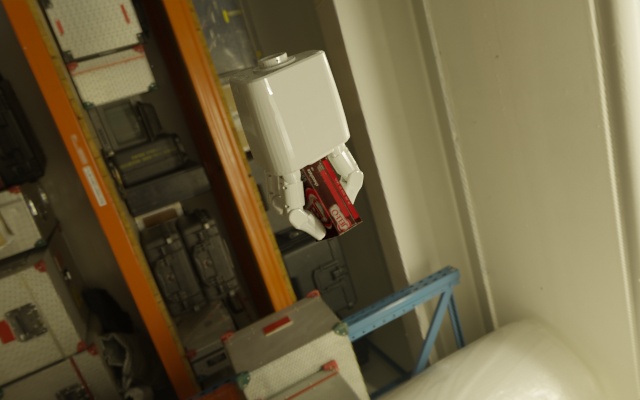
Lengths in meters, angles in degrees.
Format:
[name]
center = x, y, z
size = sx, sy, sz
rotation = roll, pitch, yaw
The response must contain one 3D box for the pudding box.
[pudding box]
center = 0.000, 0.002, 0.592
size = 0.039, 0.090, 0.113
rotation = -28, -1, -15
